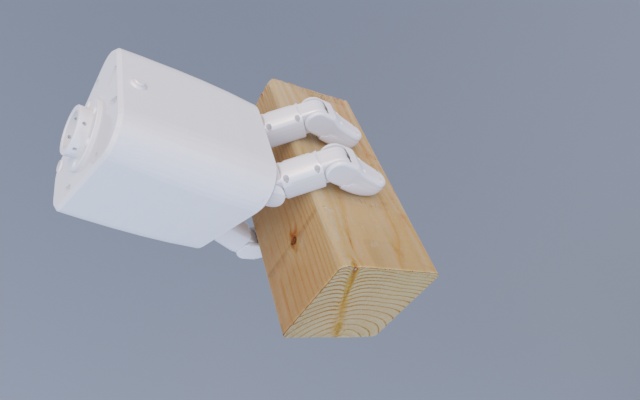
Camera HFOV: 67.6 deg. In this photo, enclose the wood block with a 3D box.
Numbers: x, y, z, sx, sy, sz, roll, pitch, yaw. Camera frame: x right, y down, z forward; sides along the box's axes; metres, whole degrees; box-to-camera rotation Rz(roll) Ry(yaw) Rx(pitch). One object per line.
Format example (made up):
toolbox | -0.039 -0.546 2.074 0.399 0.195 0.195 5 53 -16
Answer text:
wood block | 0.000 0.002 0.406 0.090 0.206 0.091 9 -47 -32
